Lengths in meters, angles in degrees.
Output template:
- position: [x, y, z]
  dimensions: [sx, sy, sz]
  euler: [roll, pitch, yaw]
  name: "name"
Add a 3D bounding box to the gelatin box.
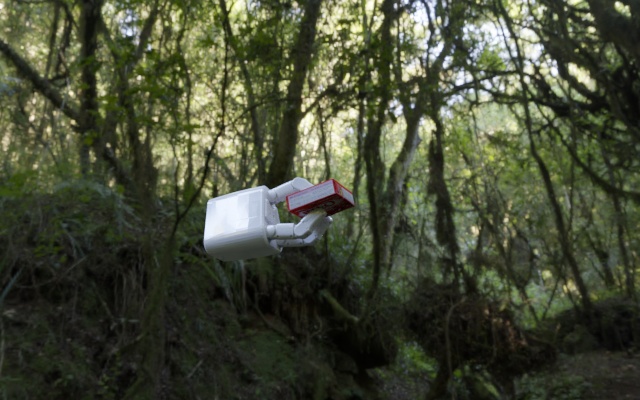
- position: [0.000, 0.002, 0.769]
  dimensions: [0.089, 0.030, 0.073]
  euler: [-21, -25, 20]
  name: "gelatin box"
